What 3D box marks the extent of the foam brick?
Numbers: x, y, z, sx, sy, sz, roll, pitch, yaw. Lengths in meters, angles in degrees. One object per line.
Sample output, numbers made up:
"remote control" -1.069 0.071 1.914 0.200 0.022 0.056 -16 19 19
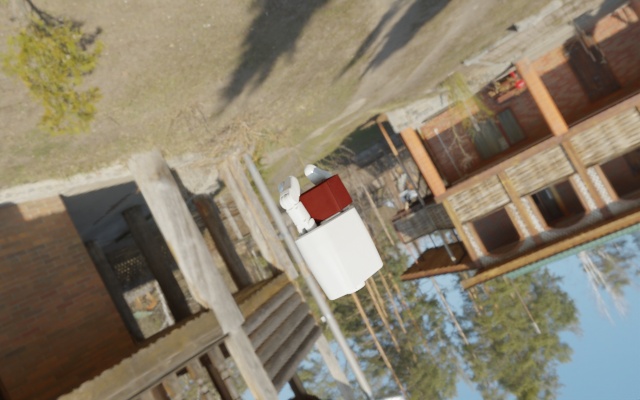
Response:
"foam brick" 0.000 0.002 0.729 0.078 0.051 0.053 -30 0 28
